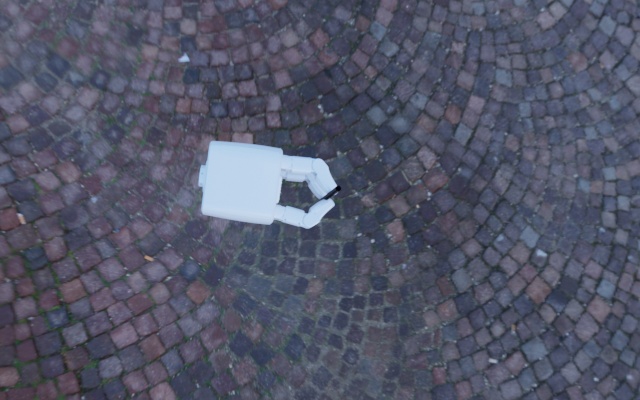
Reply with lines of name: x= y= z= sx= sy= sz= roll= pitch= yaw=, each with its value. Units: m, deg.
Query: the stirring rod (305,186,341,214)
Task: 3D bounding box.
stirring rod: x=0.000 y=0.003 z=0.776 sx=0.011 sy=0.011 sz=0.239 roll=0 pitch=-9 yaw=-12
